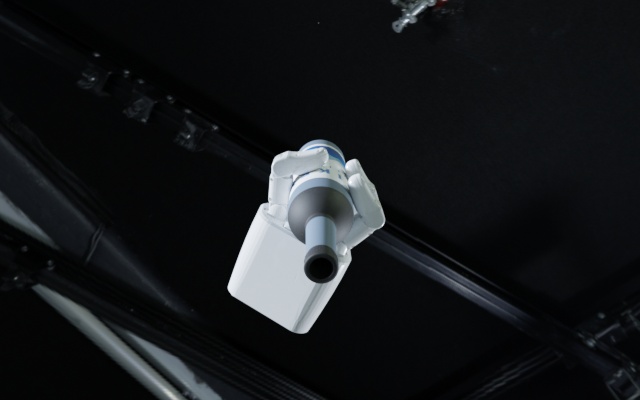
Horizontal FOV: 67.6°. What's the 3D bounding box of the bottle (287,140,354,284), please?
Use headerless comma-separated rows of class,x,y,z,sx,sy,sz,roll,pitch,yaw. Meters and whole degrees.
bottle,0.000,0.001,0.506,0.069,0.069,0.295,0,20,0
